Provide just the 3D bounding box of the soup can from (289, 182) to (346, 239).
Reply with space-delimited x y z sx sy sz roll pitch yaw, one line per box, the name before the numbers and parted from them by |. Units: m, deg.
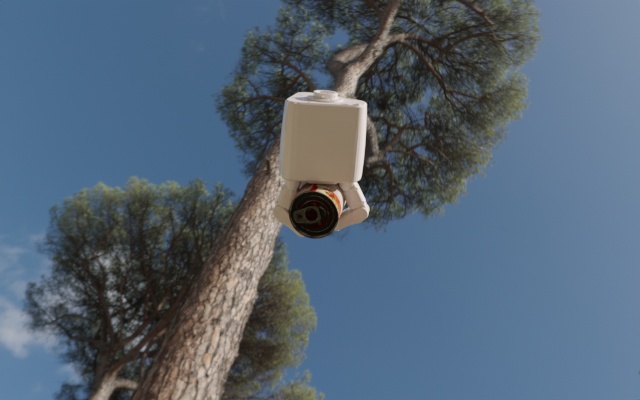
soup can | 0.000 0.003 0.675 0.068 0.068 0.102 0 20 12
